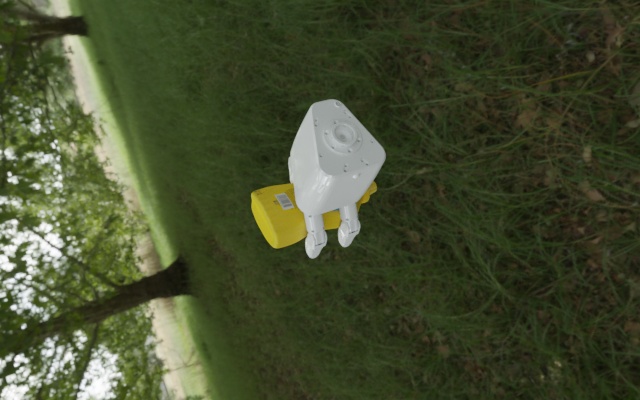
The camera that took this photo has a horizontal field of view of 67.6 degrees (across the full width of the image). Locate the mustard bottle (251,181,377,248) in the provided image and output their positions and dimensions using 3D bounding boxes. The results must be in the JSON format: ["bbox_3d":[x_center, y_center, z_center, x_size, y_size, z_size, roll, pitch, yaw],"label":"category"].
[{"bbox_3d":[0.000,0.003,0.716,0.191,0.058,0.096,-17,48,-22],"label":"mustard bottle"}]
